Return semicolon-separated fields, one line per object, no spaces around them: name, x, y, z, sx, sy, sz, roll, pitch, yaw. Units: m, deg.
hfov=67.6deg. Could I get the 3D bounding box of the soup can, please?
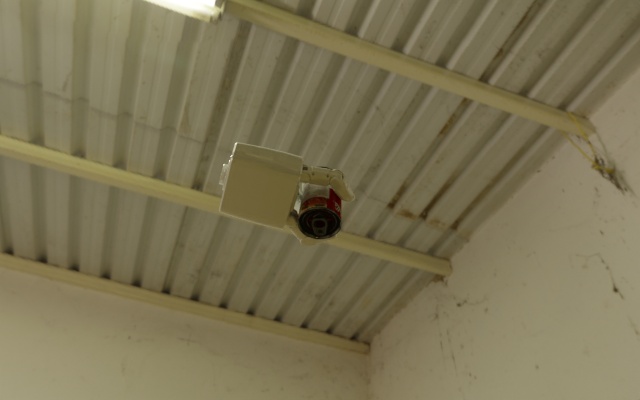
soup can;0.001;0.002;0.763;0.068;0.069;0.102;0;42;3
